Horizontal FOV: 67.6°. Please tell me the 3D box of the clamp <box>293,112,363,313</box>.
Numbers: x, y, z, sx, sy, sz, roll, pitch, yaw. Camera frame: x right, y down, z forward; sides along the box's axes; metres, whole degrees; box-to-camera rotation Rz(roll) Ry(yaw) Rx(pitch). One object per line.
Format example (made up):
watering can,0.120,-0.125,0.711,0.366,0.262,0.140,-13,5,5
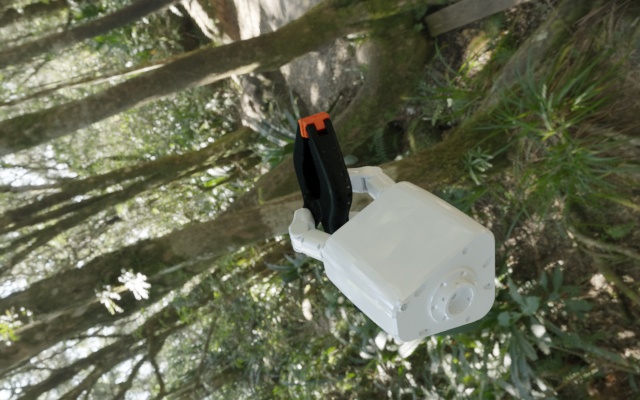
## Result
clamp,-0.001,0.002,0.523,0.036,0.210,0.164,-22,31,-20
